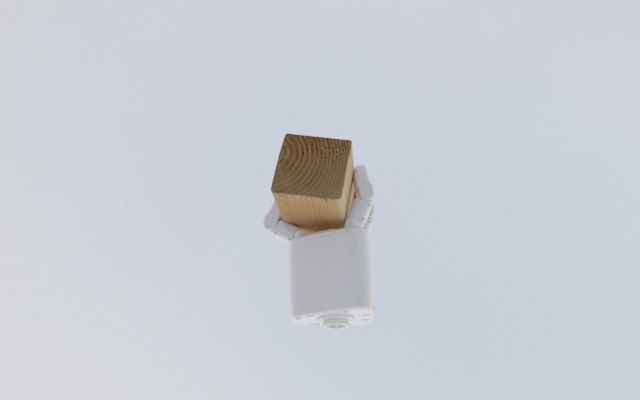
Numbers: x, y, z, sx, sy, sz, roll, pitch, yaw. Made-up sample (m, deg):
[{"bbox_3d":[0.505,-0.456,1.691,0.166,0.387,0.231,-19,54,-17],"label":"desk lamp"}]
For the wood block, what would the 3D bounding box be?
[{"bbox_3d":[0.000,0.003,0.684,0.091,0.090,0.206,7,-26,10],"label":"wood block"}]
